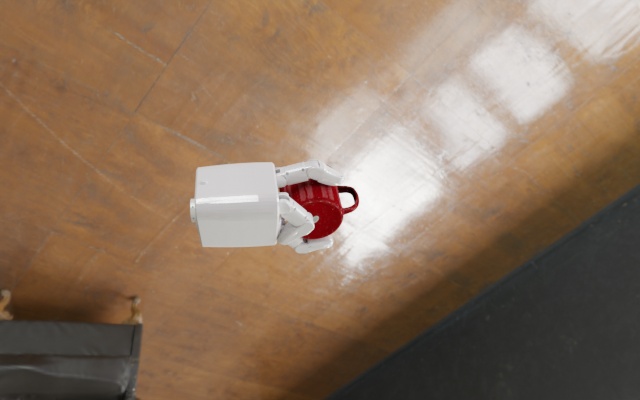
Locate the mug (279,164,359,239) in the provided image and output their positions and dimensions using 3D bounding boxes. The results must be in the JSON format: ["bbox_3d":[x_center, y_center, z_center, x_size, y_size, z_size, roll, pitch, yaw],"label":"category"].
[{"bbox_3d":[0.002,0.002,0.708,0.117,0.093,0.081,-3,42,-9],"label":"mug"}]
